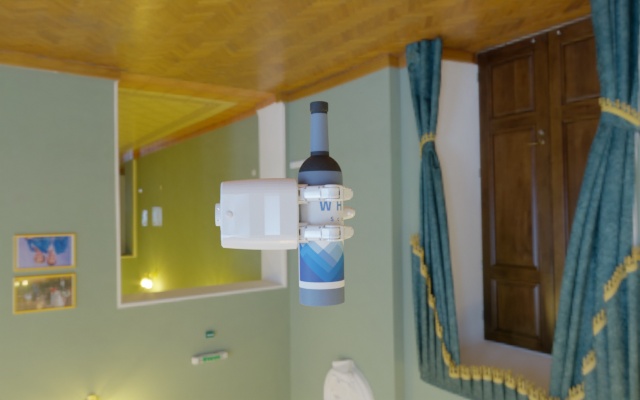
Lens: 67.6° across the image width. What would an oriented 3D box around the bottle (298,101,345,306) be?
[{"bbox_3d":[0.000,0.003,0.705,0.069,0.295,0.069,-1,-1,0],"label":"bottle"}]
